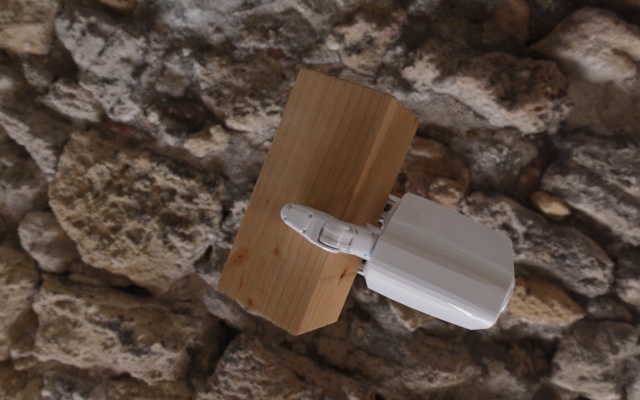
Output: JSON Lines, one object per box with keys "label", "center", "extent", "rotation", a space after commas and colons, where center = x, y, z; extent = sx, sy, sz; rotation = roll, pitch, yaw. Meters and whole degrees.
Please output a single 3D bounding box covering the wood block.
{"label": "wood block", "center": [0.000, 0.002, 0.430], "extent": [0.090, 0.206, 0.091], "rotation": [24, 6, 25]}
